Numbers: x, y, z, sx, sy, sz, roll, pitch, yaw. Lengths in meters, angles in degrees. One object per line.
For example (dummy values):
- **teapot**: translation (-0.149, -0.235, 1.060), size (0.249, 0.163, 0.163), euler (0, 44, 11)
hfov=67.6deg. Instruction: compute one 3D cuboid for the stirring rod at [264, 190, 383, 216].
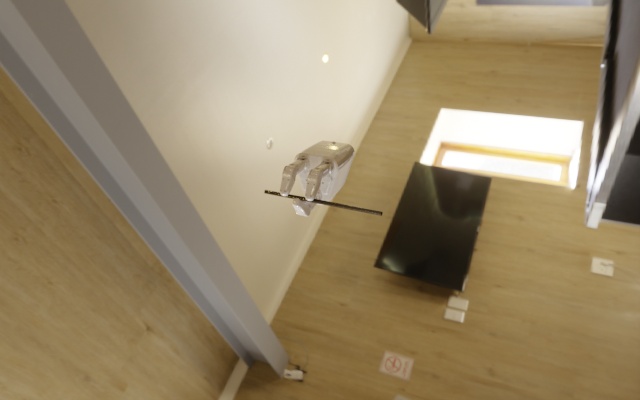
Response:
- **stirring rod**: translation (0.000, 0.003, 0.896), size (0.239, 0.011, 0.011), euler (11, 4, 23)
